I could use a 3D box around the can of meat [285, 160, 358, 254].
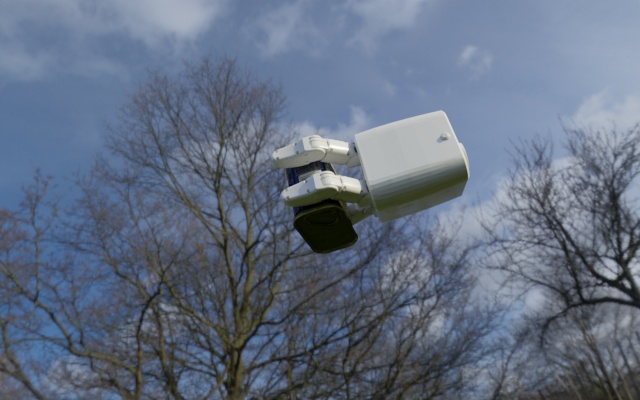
[{"bbox_3d":[0.000,0.002,0.561,0.057,0.084,0.102,-19,-33,9],"label":"can of meat"}]
